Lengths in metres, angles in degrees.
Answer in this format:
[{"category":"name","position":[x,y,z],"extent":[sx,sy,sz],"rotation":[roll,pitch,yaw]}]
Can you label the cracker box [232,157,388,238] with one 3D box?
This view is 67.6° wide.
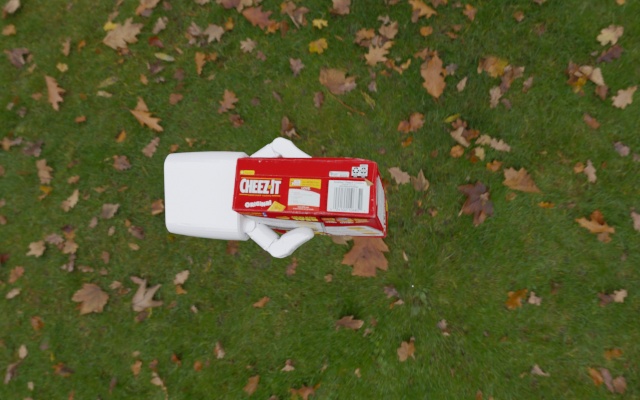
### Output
[{"category":"cracker box","position":[0.000,0.002,0.625],"extent":[0.164,0.072,0.214],"rotation":[2,-10,11]}]
